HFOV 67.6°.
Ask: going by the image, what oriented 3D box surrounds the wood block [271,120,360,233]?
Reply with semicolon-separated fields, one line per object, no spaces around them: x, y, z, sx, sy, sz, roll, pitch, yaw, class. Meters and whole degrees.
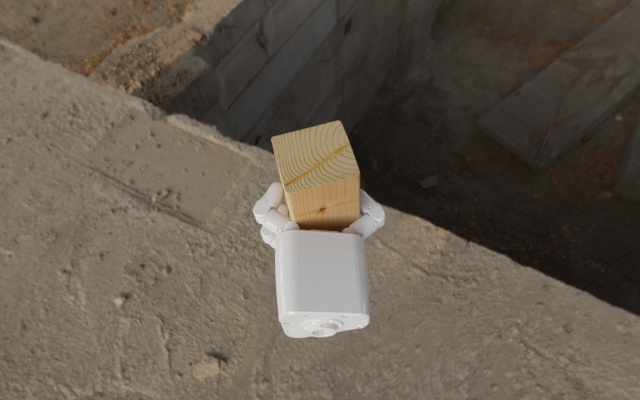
0.000;0.002;0.647;0.091;0.090;0.206;-14;-33;-5;wood block
